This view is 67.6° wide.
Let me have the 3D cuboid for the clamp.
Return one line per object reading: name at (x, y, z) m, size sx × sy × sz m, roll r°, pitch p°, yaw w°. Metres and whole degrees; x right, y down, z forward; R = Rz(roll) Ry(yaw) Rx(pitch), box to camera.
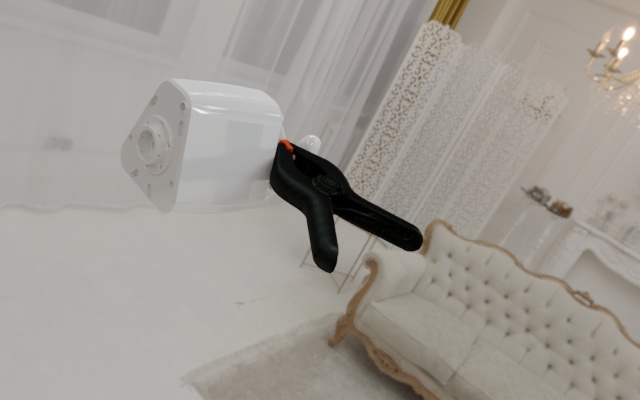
clamp at (0.000, 0.001, 0.434) m, size 0.171 × 0.039 × 0.120 m, roll 38°, pitch 28°, yaw 29°
